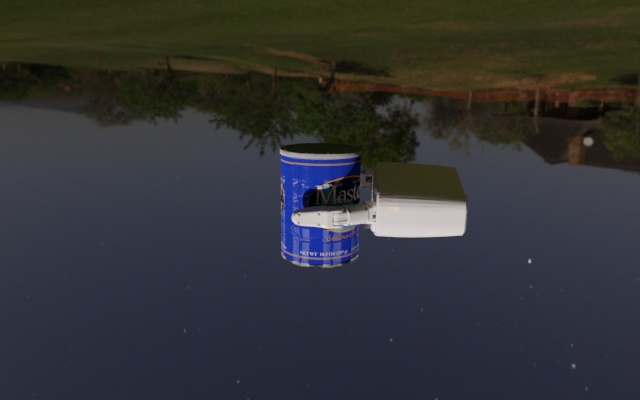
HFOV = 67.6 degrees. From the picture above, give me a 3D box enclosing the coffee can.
[{"bbox_3d":[0.000,0.002,0.612,0.103,0.140,0.102,1,14,0],"label":"coffee can"}]
